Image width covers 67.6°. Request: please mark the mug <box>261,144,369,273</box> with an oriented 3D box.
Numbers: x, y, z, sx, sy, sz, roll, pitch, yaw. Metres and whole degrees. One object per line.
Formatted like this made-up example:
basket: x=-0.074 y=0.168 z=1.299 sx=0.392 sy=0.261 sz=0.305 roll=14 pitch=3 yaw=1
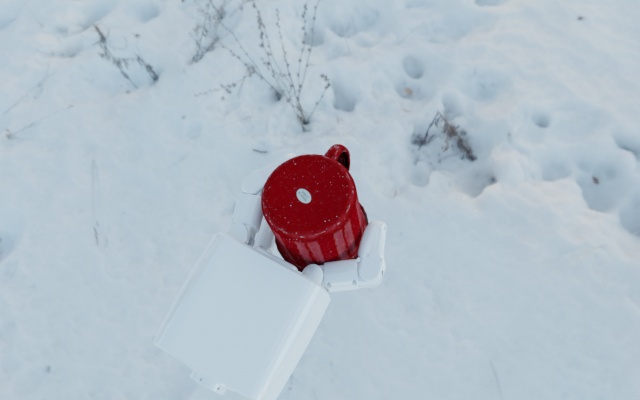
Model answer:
mug: x=0.001 y=0.000 z=0.433 sx=0.093 sy=0.117 sz=0.081 roll=21 pitch=-20 yaw=18
